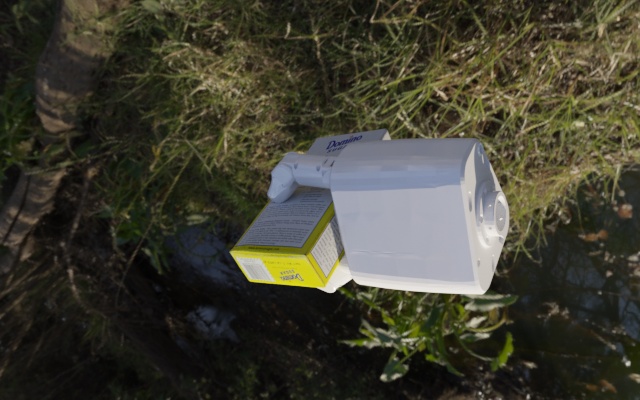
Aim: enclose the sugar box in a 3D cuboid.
[{"bbox_3d":[0.000,0.002,0.457,0.093,0.048,0.176,-2,37,39],"label":"sugar box"}]
